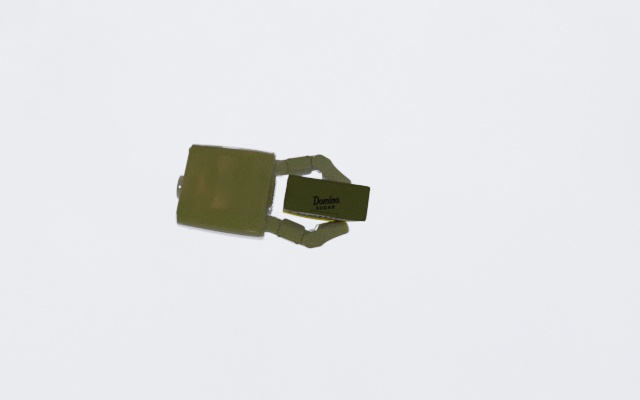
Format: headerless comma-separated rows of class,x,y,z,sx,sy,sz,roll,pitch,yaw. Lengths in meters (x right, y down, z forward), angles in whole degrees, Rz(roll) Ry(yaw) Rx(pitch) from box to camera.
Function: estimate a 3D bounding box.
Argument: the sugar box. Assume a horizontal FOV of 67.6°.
sugar box,0.000,0.002,0.595,0.093,0.048,0.176,8,-1,-4
